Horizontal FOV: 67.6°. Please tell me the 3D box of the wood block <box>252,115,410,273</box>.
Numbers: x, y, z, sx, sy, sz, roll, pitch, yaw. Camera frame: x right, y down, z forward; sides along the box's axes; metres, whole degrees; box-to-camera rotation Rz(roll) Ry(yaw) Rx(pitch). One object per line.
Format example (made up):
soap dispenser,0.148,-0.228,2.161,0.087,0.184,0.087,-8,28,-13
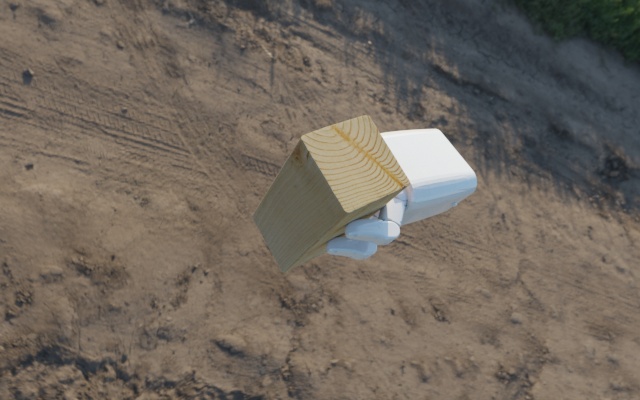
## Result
wood block,0.000,0.001,0.559,0.090,0.091,0.206,-23,-14,-30
